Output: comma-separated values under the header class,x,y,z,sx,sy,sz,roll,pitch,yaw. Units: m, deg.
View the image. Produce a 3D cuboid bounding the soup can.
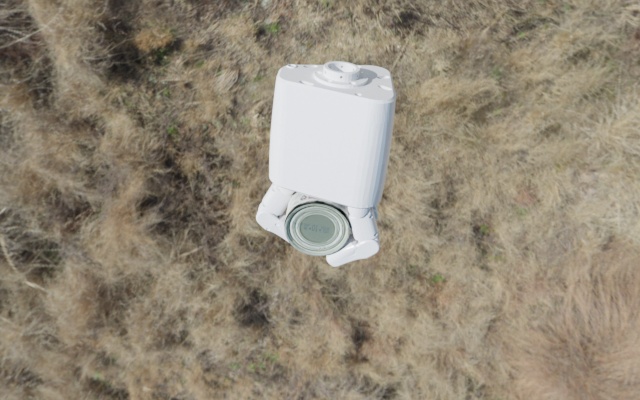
class,x,y,z,sx,sy,sz,roll,pitch,yaw
soup can,0.000,0.002,0.509,0.068,0.068,0.102,0,34,4
